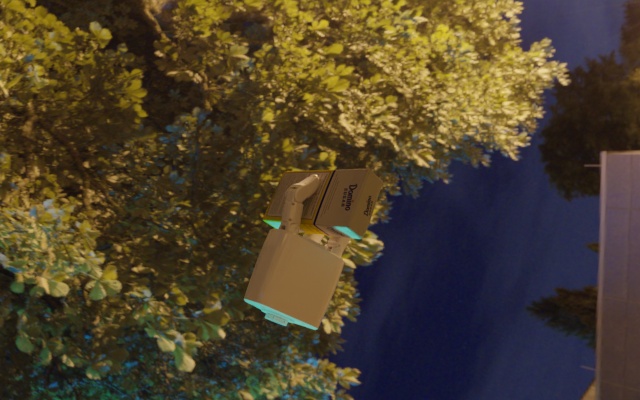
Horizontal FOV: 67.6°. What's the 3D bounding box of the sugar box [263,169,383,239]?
[{"bbox_3d":[0.000,0.003,0.707,0.176,0.093,0.048,5,-25,42],"label":"sugar box"}]
